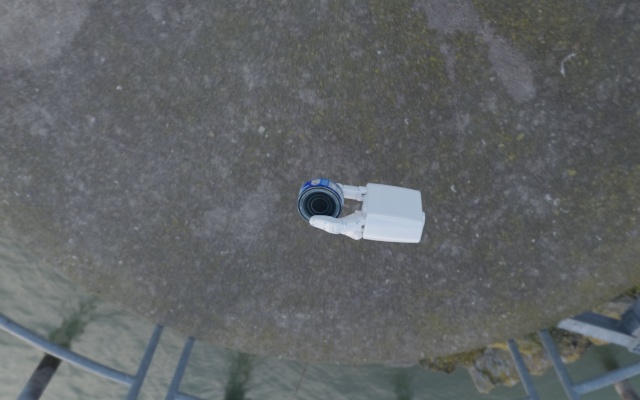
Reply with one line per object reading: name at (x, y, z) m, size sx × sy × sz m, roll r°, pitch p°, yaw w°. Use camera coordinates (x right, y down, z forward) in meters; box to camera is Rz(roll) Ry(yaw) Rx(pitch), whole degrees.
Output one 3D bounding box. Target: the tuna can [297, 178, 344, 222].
tuna can at (0.000, 0.003, 0.885) m, size 0.086 × 0.086 × 0.033 m, roll 0°, pitch 30°, yaw 8°
